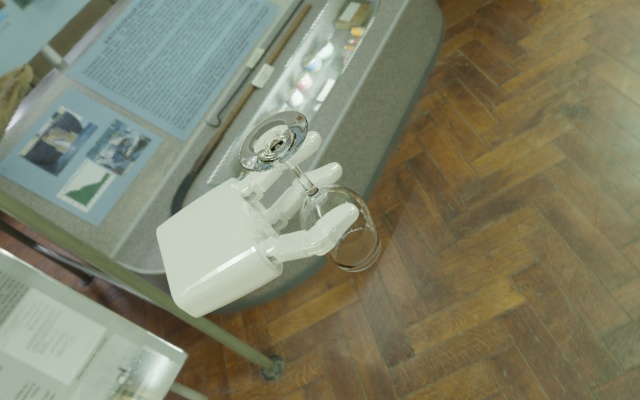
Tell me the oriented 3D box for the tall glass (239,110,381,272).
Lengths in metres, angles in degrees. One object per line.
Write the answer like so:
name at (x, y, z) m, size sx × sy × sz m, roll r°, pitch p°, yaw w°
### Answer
tall glass at (0.000, 0.001, 0.507) m, size 0.079 × 0.079 × 0.201 m, roll 0°, pitch -35°, yaw 34°
